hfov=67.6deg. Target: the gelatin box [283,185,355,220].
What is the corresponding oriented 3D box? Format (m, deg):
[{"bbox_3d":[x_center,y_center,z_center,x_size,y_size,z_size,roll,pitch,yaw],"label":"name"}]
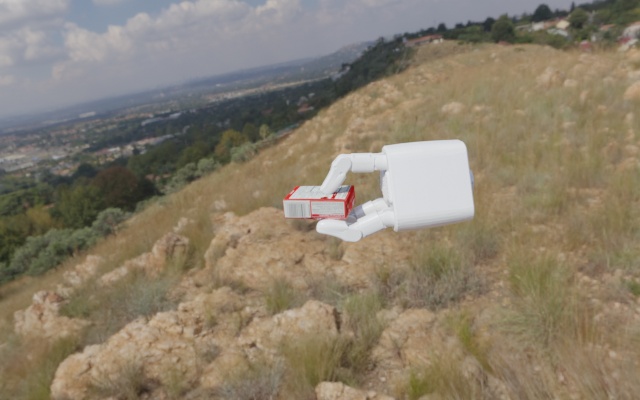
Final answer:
[{"bbox_3d":[0.000,0.002,0.664,0.089,0.030,0.073,0,17,12],"label":"gelatin box"}]
